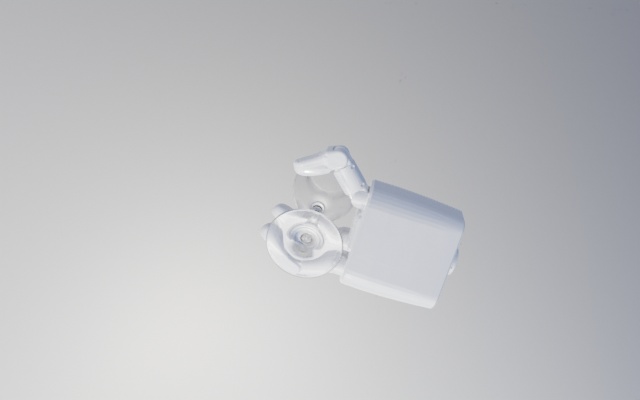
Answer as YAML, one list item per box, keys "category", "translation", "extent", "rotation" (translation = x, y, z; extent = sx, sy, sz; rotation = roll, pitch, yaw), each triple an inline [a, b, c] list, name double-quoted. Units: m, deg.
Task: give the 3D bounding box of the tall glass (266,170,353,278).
- category: "tall glass"
  translation: [0.000, 0.002, 0.537]
  extent: [0.079, 0.079, 0.201]
  rotation: [0, 24, 9]
